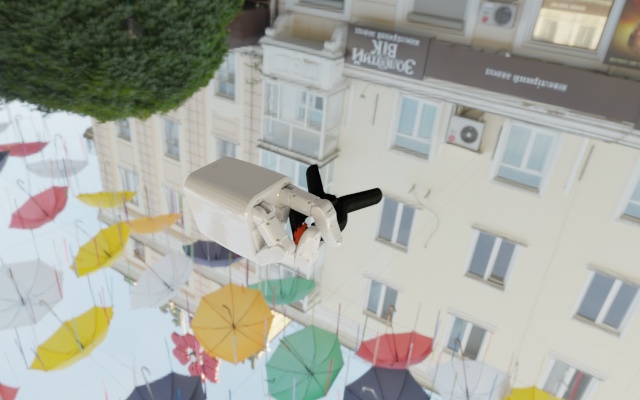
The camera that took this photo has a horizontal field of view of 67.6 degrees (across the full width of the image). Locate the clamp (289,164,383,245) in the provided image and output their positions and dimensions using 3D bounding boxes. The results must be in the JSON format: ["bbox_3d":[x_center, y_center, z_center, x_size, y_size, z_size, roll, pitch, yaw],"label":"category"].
[{"bbox_3d":[0.000,0.003,0.660,0.120,0.039,0.171,22,33,24],"label":"clamp"}]
